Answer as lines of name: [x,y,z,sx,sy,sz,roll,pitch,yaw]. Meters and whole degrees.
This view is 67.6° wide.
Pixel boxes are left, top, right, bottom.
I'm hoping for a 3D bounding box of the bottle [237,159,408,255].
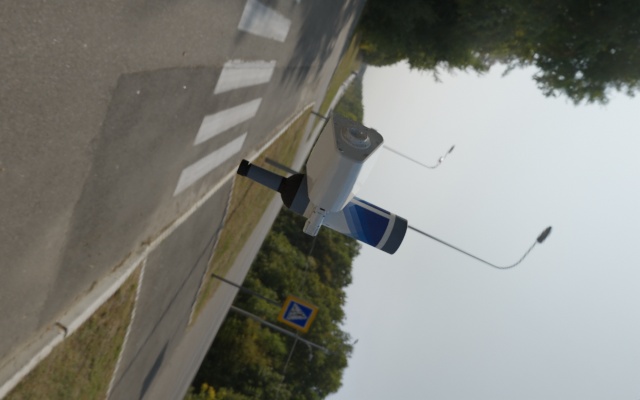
bottle: [0.000,0.003,0.803,0.296,0.069,0.069,24,-2,-4]
